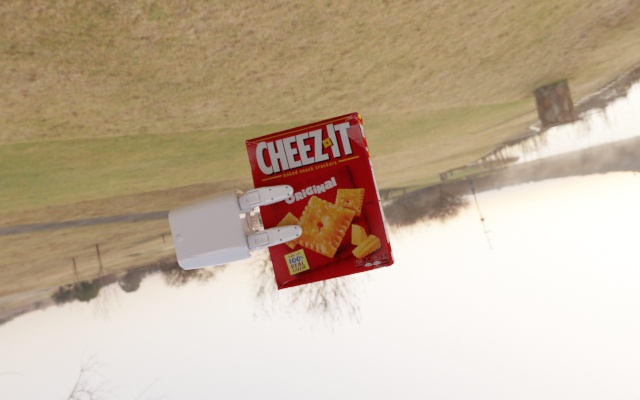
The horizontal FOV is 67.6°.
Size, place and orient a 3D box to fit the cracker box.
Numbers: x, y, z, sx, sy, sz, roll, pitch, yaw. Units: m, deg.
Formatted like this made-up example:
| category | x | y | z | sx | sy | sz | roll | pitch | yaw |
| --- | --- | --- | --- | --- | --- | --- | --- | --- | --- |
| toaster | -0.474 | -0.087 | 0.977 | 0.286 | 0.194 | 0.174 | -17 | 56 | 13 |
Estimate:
| category | x | y | z | sx | sy | sz | roll | pitch | yaw |
| --- | --- | --- | --- | --- | --- | --- | --- | --- | --- |
| cracker box | 0.000 | 0.002 | 0.667 | 0.164 | 0.213 | 0.072 | -13 | -2 | 9 |
